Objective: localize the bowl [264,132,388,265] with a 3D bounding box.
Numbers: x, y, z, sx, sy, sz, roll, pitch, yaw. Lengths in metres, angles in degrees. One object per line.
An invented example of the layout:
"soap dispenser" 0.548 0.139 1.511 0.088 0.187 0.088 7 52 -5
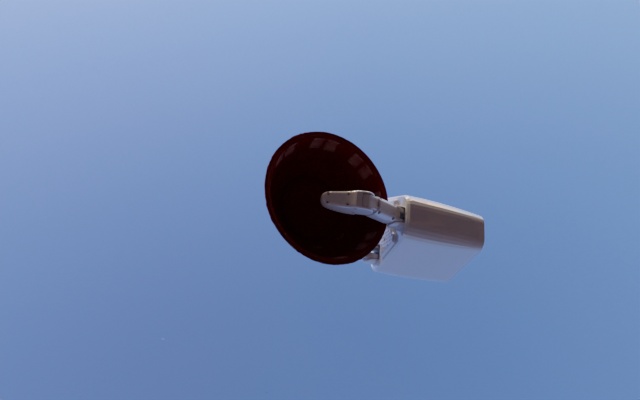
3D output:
"bowl" -0.001 0.001 0.572 0.162 0.162 0.055 0 -17 -28
